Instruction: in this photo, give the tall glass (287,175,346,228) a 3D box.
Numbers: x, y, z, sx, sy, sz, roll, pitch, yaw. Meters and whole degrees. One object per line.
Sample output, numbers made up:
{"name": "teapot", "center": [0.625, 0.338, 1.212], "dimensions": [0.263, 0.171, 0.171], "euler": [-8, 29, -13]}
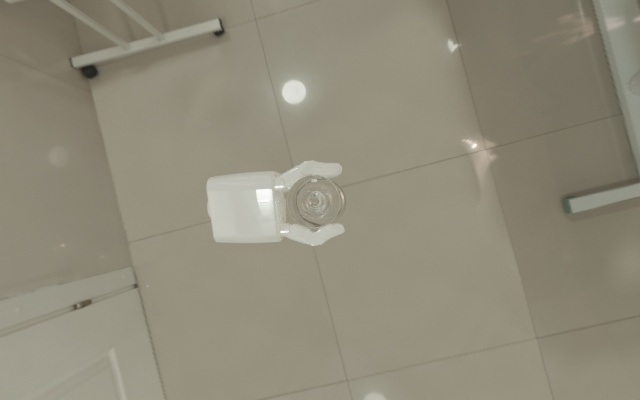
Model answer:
{"name": "tall glass", "center": [0.000, 0.003, 0.757], "dimensions": [0.079, 0.079, 0.201], "euler": [0, -1, 6]}
